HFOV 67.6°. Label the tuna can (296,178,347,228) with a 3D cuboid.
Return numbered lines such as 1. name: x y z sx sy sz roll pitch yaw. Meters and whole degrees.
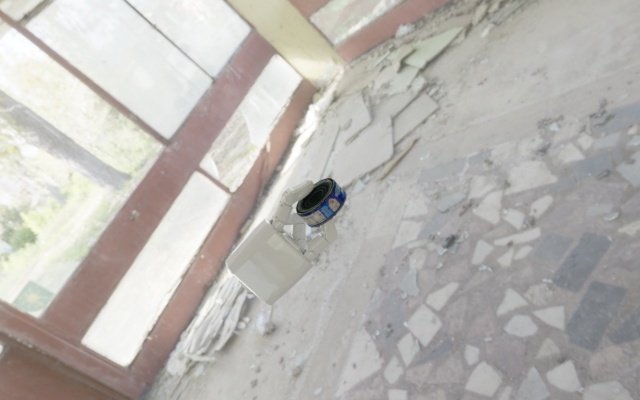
1. tuna can: 0.000 0.002 0.803 0.034 0.086 0.086 47 -24 -24
